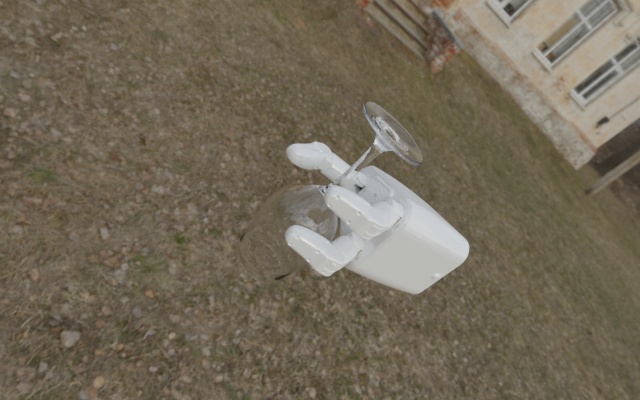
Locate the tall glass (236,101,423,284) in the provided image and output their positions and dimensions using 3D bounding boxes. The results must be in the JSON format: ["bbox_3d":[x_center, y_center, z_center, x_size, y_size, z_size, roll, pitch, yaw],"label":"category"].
[{"bbox_3d":[0.000,0.001,0.463,0.201,0.079,0.079,-43,-22,26],"label":"tall glass"}]
